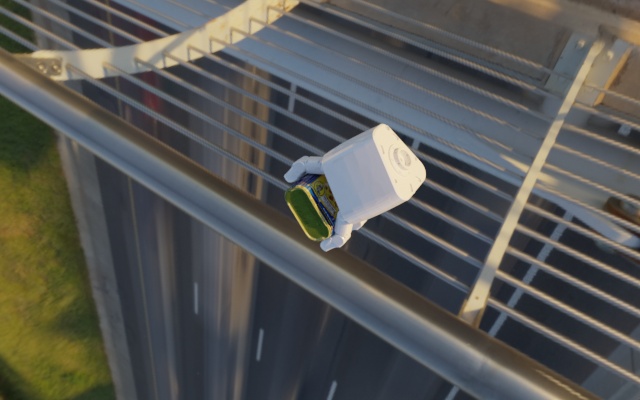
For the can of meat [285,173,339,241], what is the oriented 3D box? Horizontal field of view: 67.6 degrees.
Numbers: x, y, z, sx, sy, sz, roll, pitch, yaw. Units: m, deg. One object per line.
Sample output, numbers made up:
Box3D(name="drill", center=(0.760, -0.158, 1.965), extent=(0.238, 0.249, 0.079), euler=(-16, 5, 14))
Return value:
Box3D(name="can of meat", center=(0.000, 0.003, 0.764), extent=(0.057, 0.102, 0.084), euler=(-21, 15, 42))
